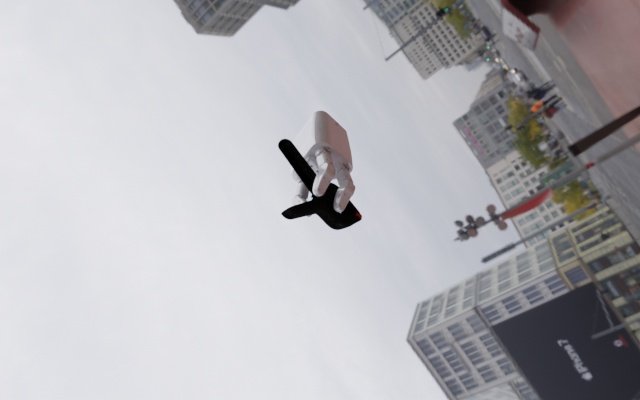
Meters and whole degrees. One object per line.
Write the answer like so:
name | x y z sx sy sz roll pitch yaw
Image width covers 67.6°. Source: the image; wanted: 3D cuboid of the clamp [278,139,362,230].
clamp | 0.000 0.003 0.842 0.036 0.164 0.210 -30 -50 30
